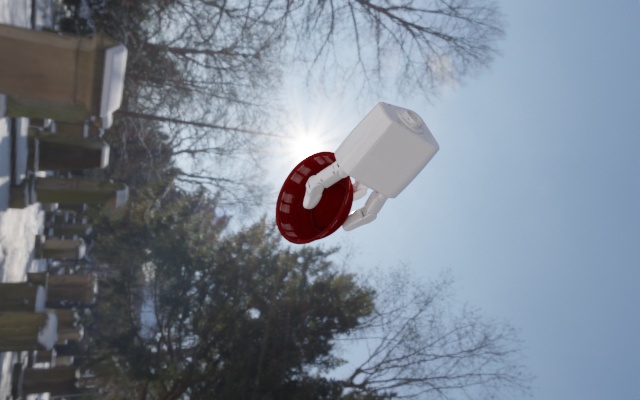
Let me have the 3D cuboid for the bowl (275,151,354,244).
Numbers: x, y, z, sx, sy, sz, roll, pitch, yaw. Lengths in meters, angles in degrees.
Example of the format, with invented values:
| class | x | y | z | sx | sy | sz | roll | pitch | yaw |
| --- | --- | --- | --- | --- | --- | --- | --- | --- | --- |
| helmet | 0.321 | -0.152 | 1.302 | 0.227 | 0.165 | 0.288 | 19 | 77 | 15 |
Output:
| class | x | y | z | sx | sy | sz | roll | pitch | yaw |
| --- | --- | --- | --- | --- | --- | --- | --- | --- | --- |
| bowl | -0.001 | 0.003 | 0.788 | 0.162 | 0.162 | 0.055 | 0 | -21 | 44 |
